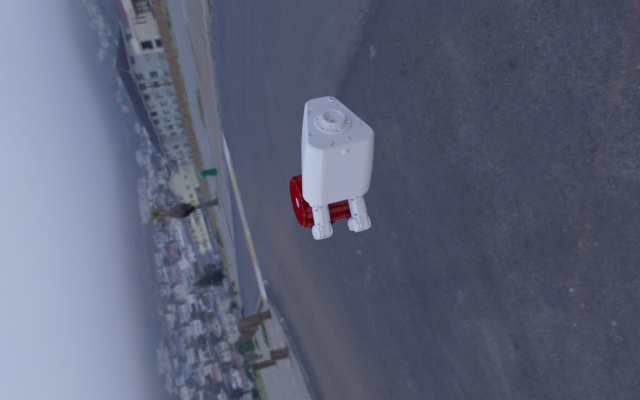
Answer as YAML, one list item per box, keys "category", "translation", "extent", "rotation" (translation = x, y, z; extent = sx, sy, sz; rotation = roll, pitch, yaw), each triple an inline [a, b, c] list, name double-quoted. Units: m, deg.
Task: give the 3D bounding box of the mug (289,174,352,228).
- category: "mug"
  translation: [0.000, 0.003, 0.754]
  extent: [0.081, 0.093, 0.117]
  rotation: [-13, -40, -14]
